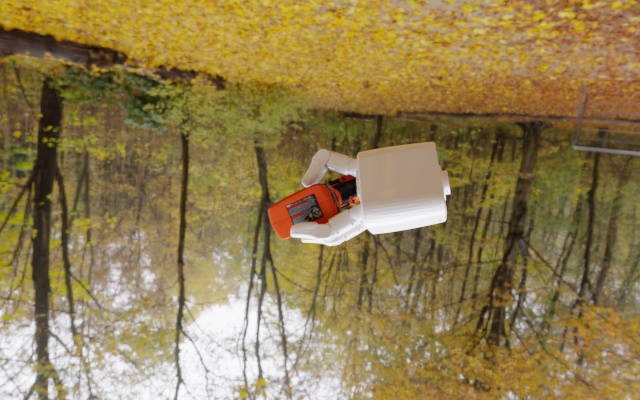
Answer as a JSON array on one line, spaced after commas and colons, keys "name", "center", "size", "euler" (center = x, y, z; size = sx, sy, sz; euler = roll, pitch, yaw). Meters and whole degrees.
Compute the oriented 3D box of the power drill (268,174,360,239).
[{"name": "power drill", "center": [0.000, 0.002, 0.741], "size": [0.184, 0.057, 0.187], "euler": [-26, 1, 30]}]
